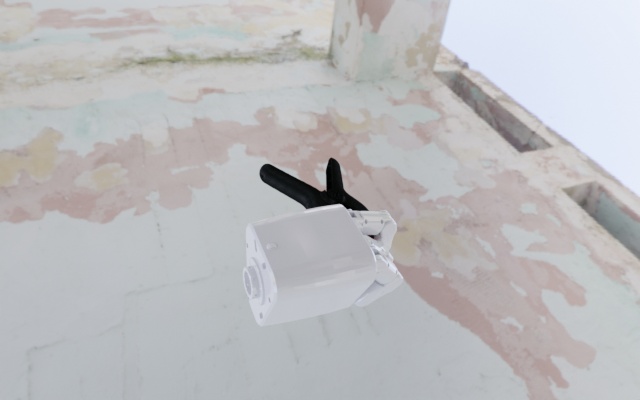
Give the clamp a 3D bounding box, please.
[{"bbox_3d":[0.000,0.002,0.585,0.120,0.039,0.171,-7,41,-25],"label":"clamp"}]
